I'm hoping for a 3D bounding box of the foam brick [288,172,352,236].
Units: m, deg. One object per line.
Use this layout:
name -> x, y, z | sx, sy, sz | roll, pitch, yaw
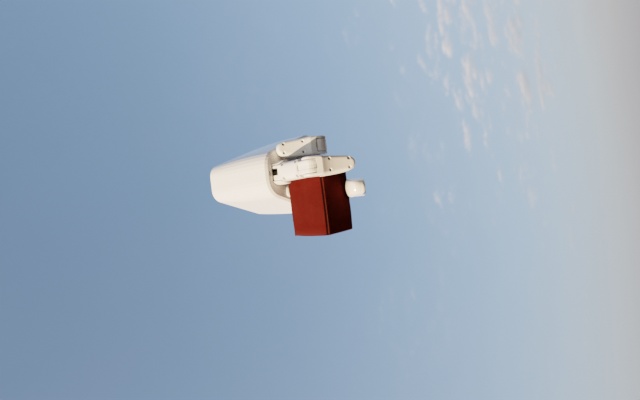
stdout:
foam brick -> 0.000, 0.002, 0.573 | 0.051, 0.078, 0.053 | -7, -1, 36
